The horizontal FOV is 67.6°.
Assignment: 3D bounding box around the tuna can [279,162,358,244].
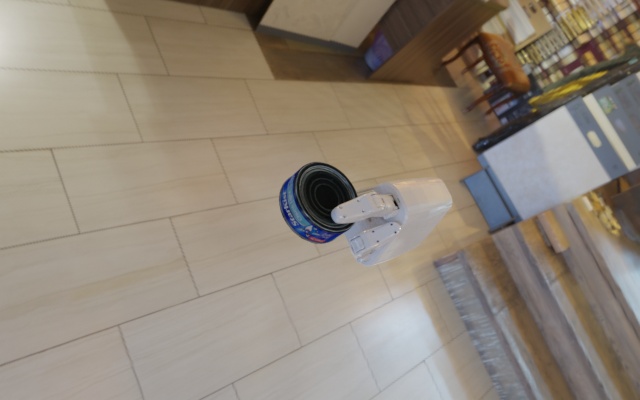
[{"bbox_3d":[0.000,0.001,0.520,0.086,0.086,0.034,0,-24,-36],"label":"tuna can"}]
